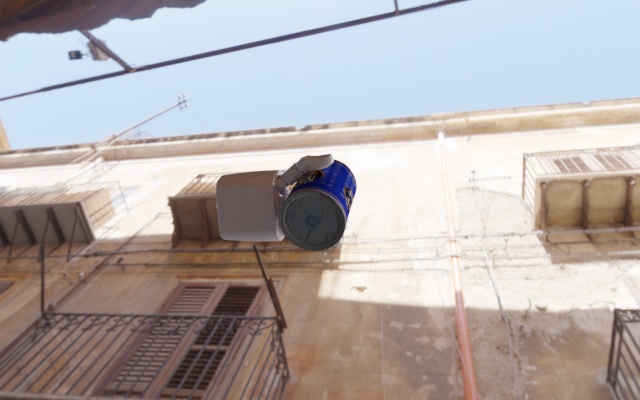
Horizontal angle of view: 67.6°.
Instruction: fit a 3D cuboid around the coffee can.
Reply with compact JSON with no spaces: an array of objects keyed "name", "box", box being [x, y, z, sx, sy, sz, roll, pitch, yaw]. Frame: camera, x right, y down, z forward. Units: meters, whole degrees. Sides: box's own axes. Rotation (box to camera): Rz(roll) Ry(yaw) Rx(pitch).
[{"name":"coffee can","box":[0.000,0.003,0.772,0.103,0.103,0.140,0,25,12]}]
